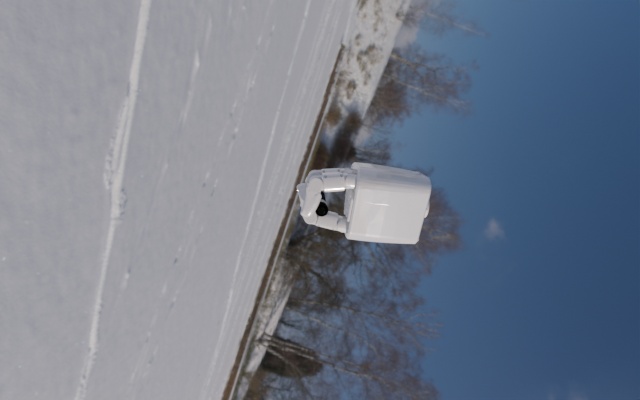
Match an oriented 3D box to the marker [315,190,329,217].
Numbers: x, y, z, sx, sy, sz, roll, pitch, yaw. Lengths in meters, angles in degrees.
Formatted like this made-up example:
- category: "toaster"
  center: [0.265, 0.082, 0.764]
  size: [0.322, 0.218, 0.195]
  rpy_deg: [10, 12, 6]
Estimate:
- category: "marker"
  center: [0.000, 0.002, 0.728]
  size: [0.020, 0.020, 0.121]
  rpy_deg: [0, 12, -2]
